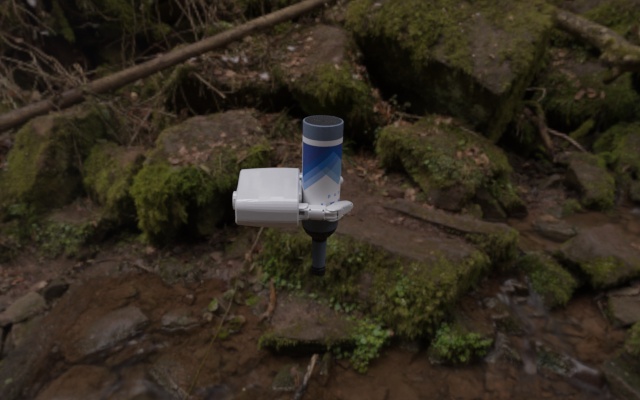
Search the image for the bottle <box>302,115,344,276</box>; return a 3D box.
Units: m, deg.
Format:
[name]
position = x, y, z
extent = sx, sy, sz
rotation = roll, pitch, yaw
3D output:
[bottle]
position = 0.000, 0.003, 0.842
extent = 0.069, 0.296, 0.069
rotation = 2, 25, -1
